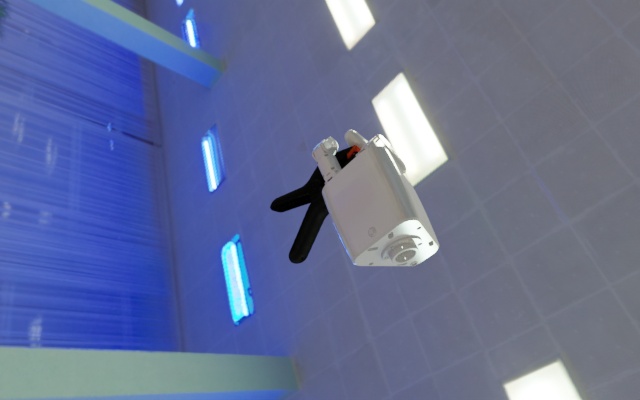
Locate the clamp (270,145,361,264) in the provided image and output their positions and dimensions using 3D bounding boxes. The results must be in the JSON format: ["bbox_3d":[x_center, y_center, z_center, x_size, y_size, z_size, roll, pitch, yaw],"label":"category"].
[{"bbox_3d":[0.001,0.002,0.638,0.039,0.120,0.171,21,-52,-43],"label":"clamp"}]
